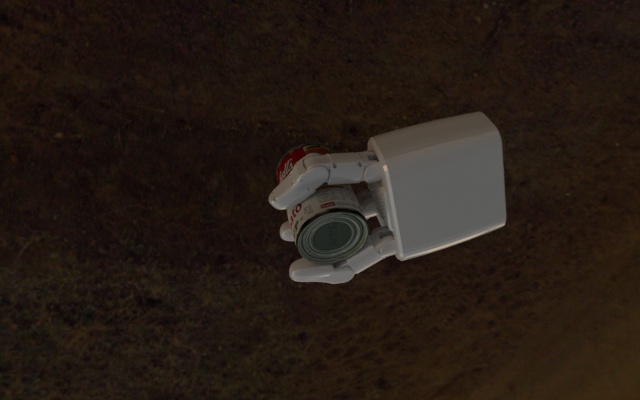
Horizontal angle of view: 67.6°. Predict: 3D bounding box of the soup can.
[{"bbox_3d":[0.000,0.002,0.451,0.068,0.068,0.102,0,40,-17],"label":"soup can"}]
